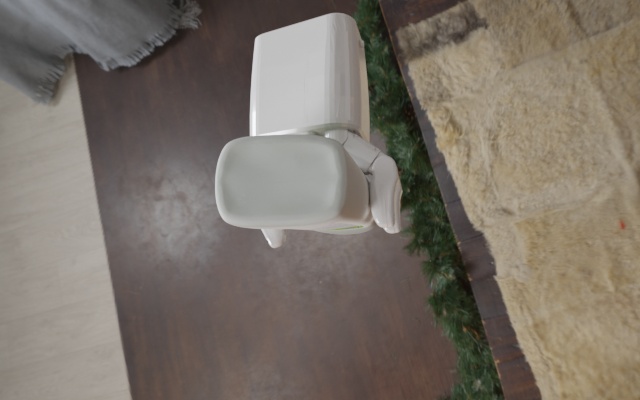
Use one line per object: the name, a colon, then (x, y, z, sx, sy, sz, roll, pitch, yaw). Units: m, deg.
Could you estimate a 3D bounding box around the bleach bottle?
bleach bottle: (0.000, 0.002, 0.453, 0.102, 0.068, 0.251, -1, -8, 13)
